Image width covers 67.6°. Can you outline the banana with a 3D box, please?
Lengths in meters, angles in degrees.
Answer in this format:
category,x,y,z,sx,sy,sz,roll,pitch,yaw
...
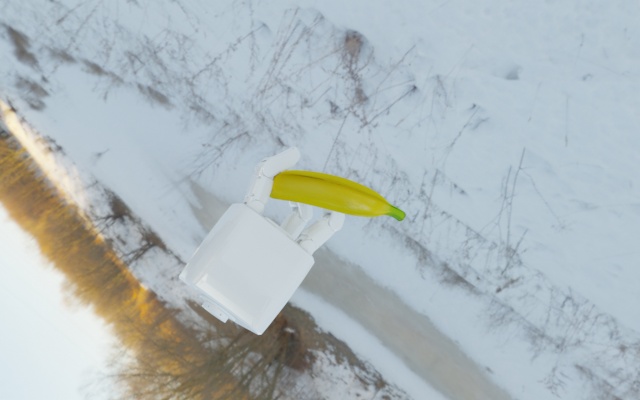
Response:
category,x,y,z,sx,sy,sz,roll,pitch,yaw
banana,-0.005,-0.007,0.548,0.198,0.037,0.070,14,-23,34
